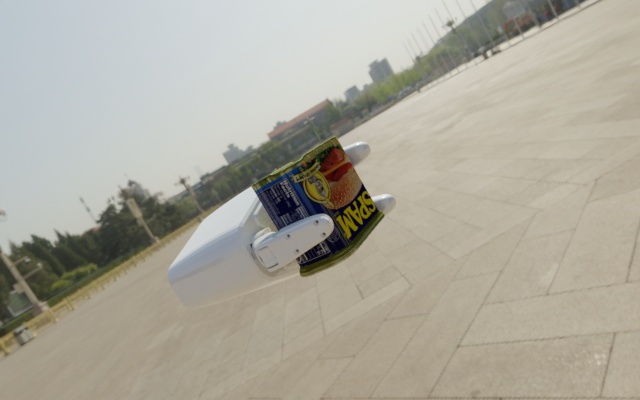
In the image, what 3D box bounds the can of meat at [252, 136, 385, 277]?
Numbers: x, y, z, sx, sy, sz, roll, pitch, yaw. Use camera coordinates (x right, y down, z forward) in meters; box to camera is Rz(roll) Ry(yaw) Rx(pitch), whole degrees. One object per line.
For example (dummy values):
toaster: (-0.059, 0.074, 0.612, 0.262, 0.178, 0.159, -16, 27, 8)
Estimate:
can of meat: (0.000, 0.001, 0.402, 0.057, 0.084, 0.102, -27, 7, 33)
